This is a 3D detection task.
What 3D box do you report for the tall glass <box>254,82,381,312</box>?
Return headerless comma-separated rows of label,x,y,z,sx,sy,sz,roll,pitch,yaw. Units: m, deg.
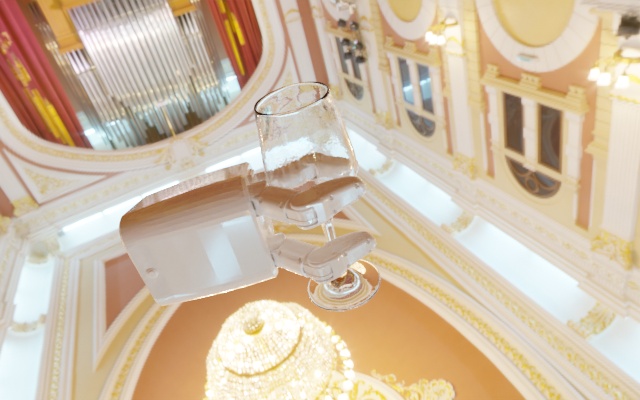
tall glass,0.000,0.002,0.424,0.079,0.201,0.079,-11,32,7
